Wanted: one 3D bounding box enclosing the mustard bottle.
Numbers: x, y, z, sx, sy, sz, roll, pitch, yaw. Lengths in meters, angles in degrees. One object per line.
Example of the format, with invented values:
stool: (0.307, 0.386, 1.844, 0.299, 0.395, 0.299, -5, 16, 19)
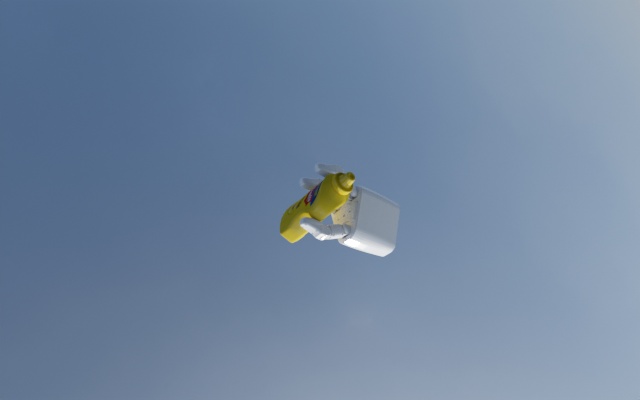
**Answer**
mustard bottle: (0.000, 0.003, 0.892, 0.192, 0.058, 0.096, -39, 15, 43)
